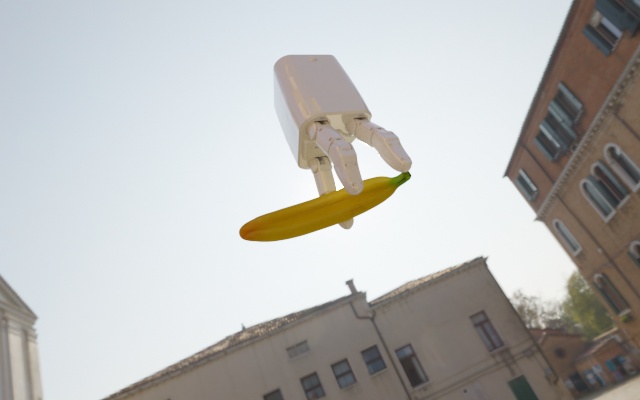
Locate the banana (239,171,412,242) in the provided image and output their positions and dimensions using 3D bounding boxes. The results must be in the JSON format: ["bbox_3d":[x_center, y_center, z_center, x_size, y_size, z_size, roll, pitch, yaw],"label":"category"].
[{"bbox_3d":[0.004,0.008,0.545,0.198,0.037,0.070,-21,-22,-6],"label":"banana"}]
